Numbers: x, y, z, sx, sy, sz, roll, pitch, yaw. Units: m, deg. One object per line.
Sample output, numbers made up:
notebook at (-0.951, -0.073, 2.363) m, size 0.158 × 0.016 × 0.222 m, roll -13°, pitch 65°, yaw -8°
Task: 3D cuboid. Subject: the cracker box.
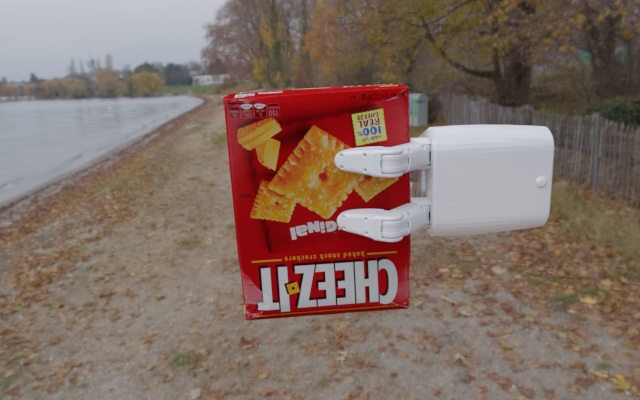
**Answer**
cracker box at (0.000, 0.001, 0.460) m, size 0.164 × 0.214 × 0.072 m, roll -4°, pitch 14°, yaw -2°
